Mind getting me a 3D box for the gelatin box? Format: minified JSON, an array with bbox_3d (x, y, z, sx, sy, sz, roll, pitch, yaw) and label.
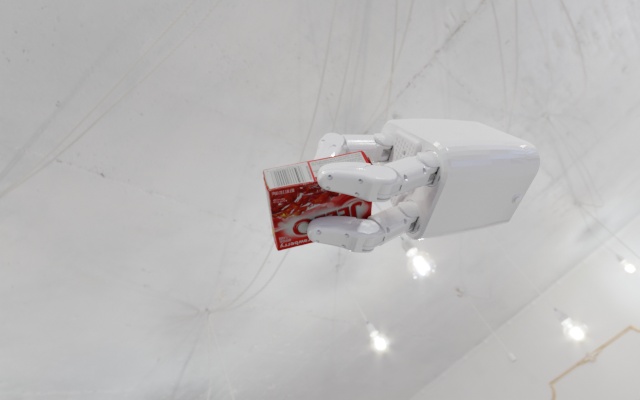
[{"bbox_3d":[0.000,0.001,0.408,0.089,0.073,0.030,-12,45,-9],"label":"gelatin box"}]
